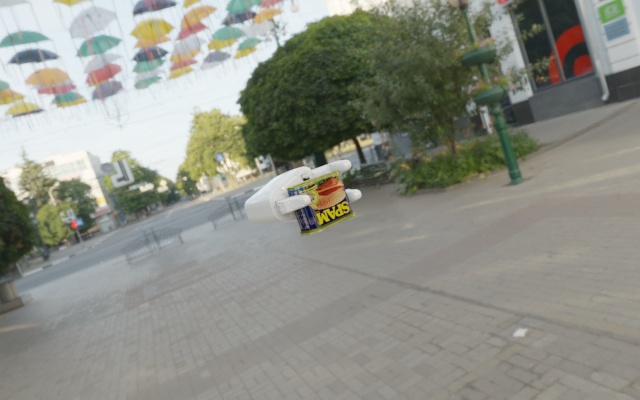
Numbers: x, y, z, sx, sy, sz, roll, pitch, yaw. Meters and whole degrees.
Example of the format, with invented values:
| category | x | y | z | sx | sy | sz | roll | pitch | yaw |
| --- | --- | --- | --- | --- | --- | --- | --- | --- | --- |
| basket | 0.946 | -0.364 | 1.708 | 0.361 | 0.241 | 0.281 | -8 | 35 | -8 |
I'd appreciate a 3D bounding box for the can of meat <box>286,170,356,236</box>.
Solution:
| category | x | y | z | sx | sy | sz | roll | pitch | yaw |
| --- | --- | --- | --- | --- | --- | --- | --- | --- | --- |
| can of meat | 0.000 | 0.002 | 0.813 | 0.102 | 0.084 | 0.057 | -23 | 6 | -33 |
